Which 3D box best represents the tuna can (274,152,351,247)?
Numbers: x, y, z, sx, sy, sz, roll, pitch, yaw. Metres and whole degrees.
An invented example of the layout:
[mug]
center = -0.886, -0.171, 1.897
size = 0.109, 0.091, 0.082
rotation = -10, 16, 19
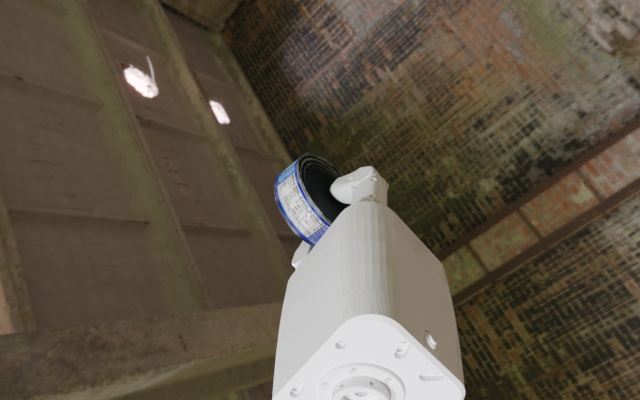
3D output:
[tuna can]
center = 0.000, 0.002, 0.426
size = 0.034, 0.086, 0.086
rotation = -37, -19, 27
